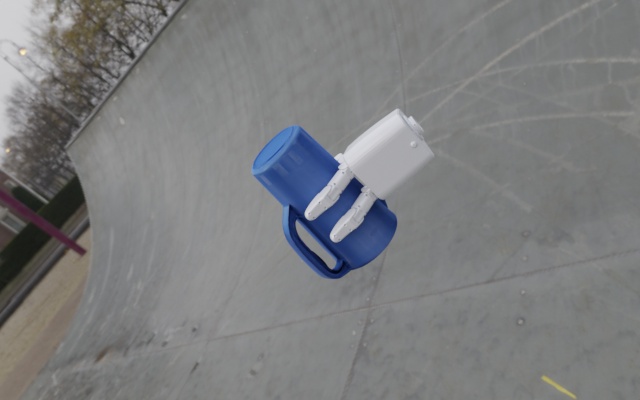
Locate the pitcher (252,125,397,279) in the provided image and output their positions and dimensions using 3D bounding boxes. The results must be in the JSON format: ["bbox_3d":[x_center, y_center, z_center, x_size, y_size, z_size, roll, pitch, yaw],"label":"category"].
[{"bbox_3d":[0.000,0.002,0.788,0.145,0.243,0.149,-39,22,17],"label":"pitcher"}]
